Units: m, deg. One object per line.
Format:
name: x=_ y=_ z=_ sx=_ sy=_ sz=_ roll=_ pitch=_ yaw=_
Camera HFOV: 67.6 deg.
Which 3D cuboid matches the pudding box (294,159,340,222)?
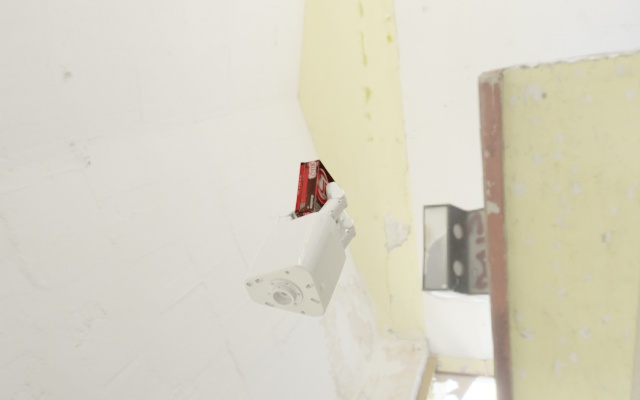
pudding box: x=0.000 y=0.003 z=0.749 sx=0.039 sy=0.090 sz=0.113 roll=-4 pitch=-28 yaw=20
